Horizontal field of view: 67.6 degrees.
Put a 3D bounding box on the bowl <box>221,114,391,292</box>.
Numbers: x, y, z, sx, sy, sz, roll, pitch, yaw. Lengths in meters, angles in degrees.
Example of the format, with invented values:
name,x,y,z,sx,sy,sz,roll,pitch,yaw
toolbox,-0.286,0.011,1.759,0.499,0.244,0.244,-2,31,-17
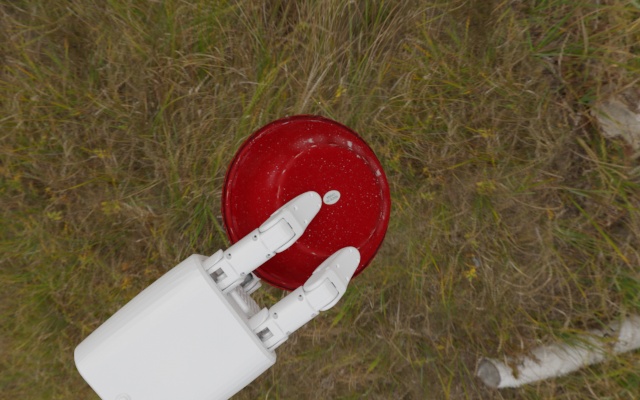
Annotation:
name,x,y,z,sx,sy,sz,roll,pitch,yaw
bowl,0.001,0.000,0.408,0.162,0.162,0.055,0,-3,-20
